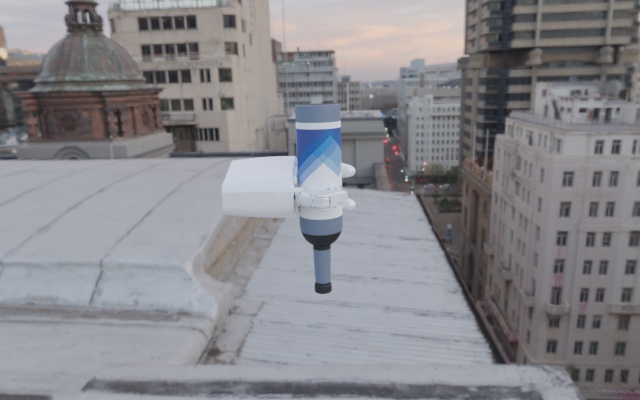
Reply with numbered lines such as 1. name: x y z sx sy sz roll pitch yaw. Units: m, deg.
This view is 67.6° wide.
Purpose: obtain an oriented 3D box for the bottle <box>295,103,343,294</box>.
1. bottle: 0.000 0.002 0.733 0.069 0.296 0.069 -2 14 0
